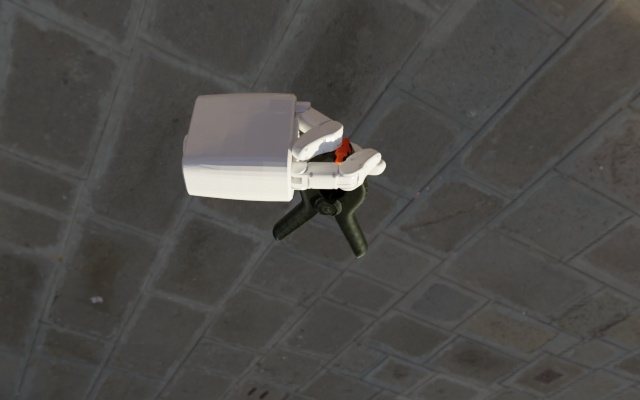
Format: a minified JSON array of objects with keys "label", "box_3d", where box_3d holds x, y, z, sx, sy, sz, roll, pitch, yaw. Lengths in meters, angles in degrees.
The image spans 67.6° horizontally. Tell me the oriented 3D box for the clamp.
[{"label":"clamp","box_3d":[0.000,0.002,0.556,0.120,0.172,0.039,1,41,1]}]
